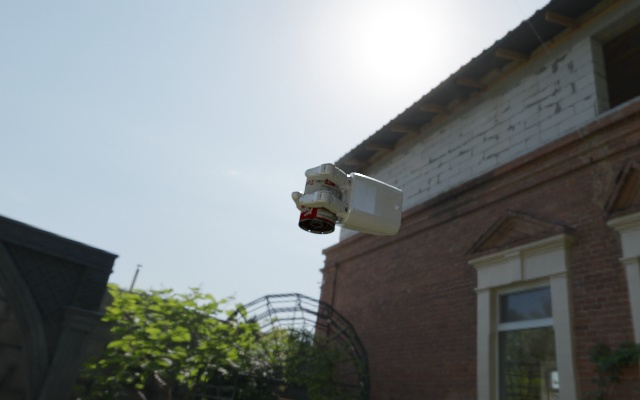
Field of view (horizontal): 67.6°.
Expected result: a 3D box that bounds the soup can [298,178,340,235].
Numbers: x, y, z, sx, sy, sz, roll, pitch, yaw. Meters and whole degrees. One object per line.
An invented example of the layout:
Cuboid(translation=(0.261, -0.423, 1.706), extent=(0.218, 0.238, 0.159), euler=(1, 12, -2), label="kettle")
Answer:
Cuboid(translation=(0.000, 0.003, 0.875), extent=(0.068, 0.102, 0.068), euler=(8, -24, 3), label="soup can")
